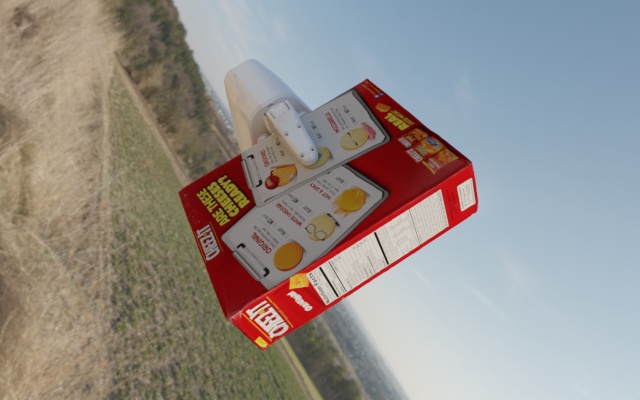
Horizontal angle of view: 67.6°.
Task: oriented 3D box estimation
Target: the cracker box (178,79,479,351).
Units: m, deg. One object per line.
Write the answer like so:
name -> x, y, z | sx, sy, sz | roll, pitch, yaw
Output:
cracker box -> 0.000, 0.001, 0.420 | 0.213, 0.072, 0.164 | -32, 45, -4
